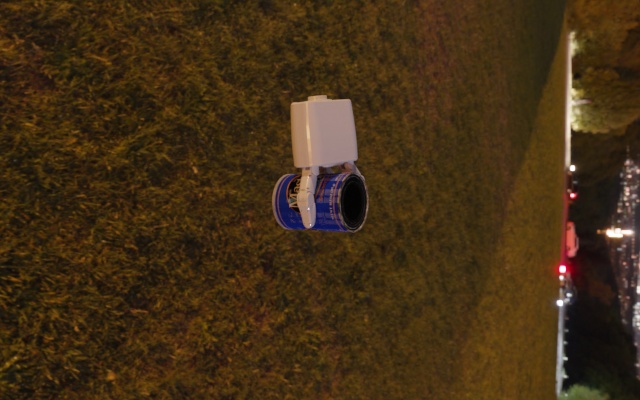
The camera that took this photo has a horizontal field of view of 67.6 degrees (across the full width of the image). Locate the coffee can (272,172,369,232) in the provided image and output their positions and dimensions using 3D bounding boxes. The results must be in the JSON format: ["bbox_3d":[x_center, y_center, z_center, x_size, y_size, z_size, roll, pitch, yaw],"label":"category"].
[{"bbox_3d":[0.000,0.003,0.846,0.140,0.103,0.103,1,0,33],"label":"coffee can"}]
